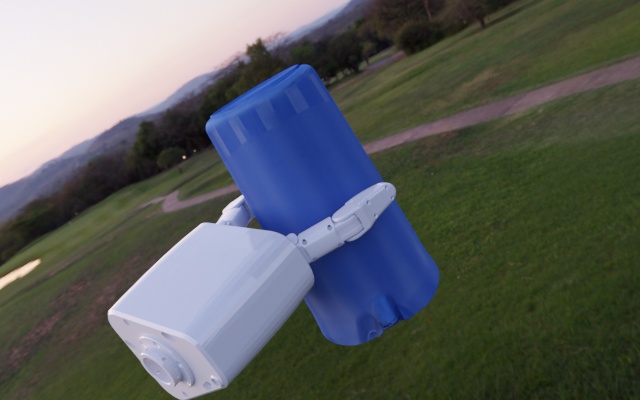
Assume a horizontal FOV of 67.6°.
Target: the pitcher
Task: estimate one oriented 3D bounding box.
[{"bbox_3d":[0.000,0.002,0.458,0.149,0.243,0.145,-12,25,44],"label":"pitcher"}]
